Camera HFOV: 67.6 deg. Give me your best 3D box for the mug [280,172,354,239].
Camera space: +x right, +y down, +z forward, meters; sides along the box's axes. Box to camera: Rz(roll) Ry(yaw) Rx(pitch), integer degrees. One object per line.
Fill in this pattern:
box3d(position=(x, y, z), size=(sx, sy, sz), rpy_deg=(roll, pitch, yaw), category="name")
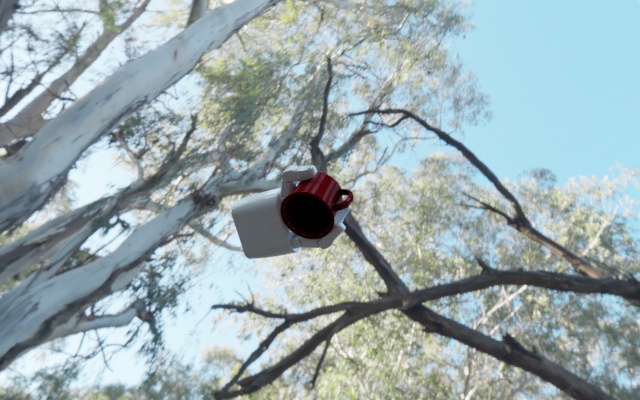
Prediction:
box3d(position=(0.001, 0.002, 0.801), size=(0.117, 0.093, 0.081), rpy_deg=(-12, 27, 26), category="mug")
